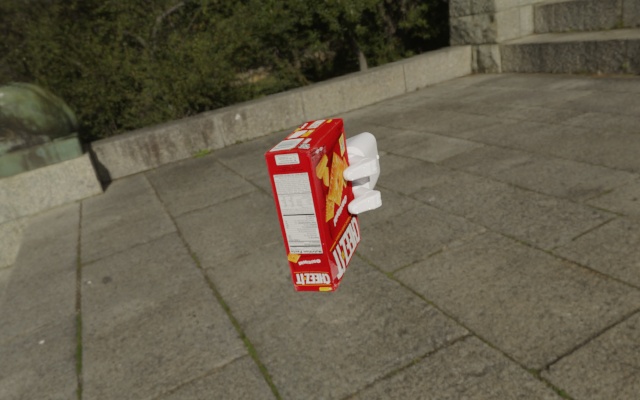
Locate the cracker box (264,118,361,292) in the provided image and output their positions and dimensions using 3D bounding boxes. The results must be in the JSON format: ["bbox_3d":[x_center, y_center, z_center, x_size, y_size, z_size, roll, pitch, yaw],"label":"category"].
[{"bbox_3d":[0.000,0.002,0.712,0.072,0.214,0.164,-3,22,21],"label":"cracker box"}]
